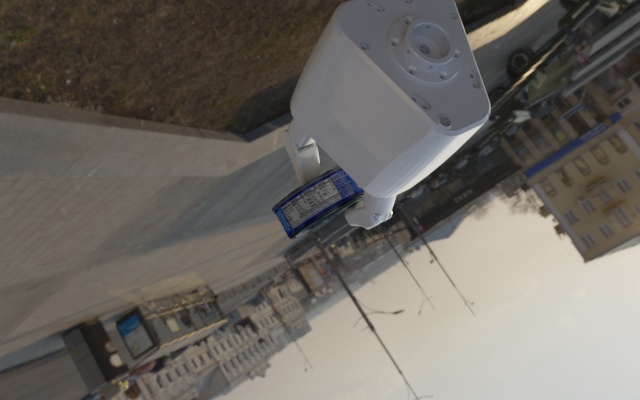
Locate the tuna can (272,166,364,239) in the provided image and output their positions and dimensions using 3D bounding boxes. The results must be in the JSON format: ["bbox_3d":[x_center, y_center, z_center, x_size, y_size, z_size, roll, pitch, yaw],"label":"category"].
[{"bbox_3d":[0.000,0.002,0.444,0.086,0.034,0.086,-30,-5,-3],"label":"tuna can"}]
